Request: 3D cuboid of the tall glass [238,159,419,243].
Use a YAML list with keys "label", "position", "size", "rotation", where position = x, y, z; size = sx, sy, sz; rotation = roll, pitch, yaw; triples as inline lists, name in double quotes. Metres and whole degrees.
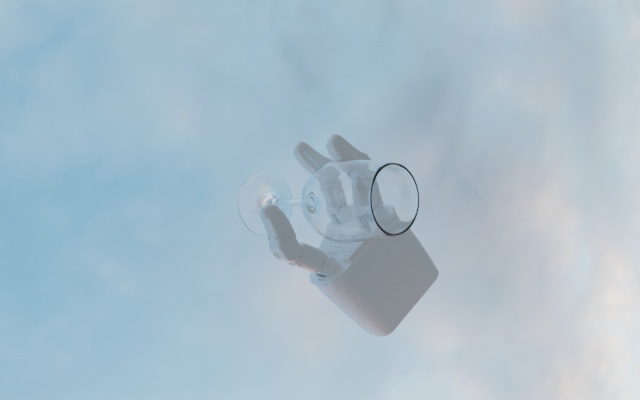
- label: "tall glass"
  position: [0.000, 0.002, 0.475]
  size: [0.079, 0.079, 0.201]
  rotation: [0, -2, -39]
